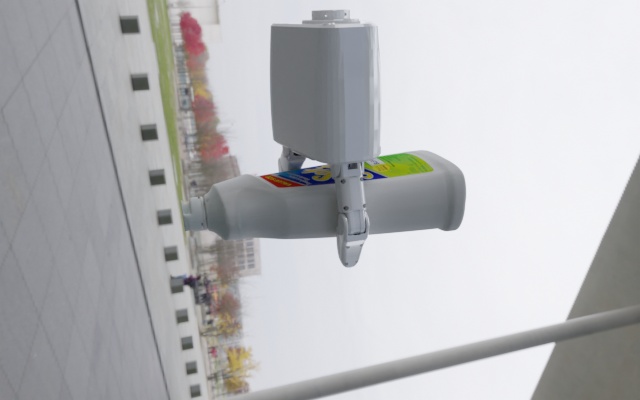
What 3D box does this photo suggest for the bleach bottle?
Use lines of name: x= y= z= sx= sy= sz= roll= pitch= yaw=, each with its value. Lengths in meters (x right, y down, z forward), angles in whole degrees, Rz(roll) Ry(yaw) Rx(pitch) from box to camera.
bleach bottle: x=0.000 y=0.001 z=0.450 sx=0.251 sy=0.068 sz=0.102 roll=-7 pitch=23 yaw=-14
